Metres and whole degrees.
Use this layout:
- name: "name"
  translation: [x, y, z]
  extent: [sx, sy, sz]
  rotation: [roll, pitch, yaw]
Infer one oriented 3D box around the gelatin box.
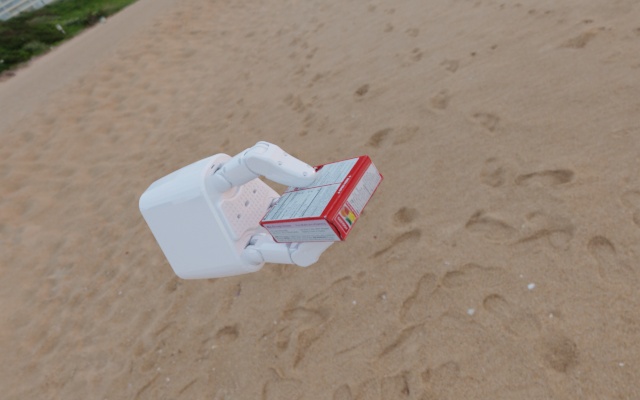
- name: "gelatin box"
  translation: [0.000, 0.001, 0.407]
  extent: [0.089, 0.030, 0.073]
  rotation: [-8, 37, 48]
